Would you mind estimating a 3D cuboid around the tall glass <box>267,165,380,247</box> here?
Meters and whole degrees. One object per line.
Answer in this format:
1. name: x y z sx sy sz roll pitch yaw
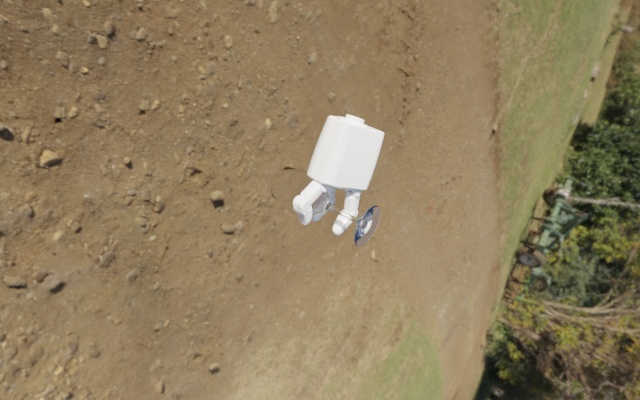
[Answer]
1. tall glass: 0.001 0.003 0.831 0.201 0.079 0.079 27 13 29
